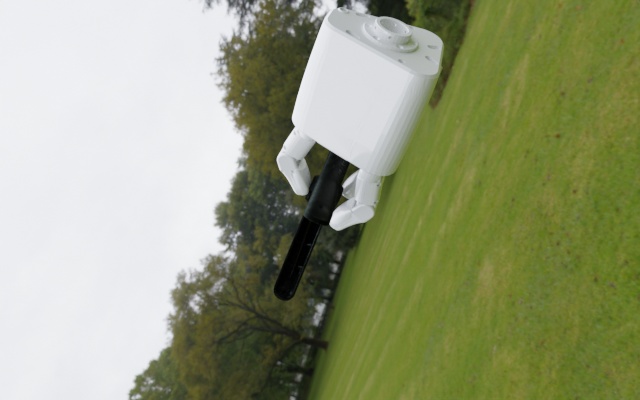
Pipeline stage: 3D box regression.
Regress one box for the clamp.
[{"bbox_3d":[0.000,0.001,0.535,0.036,0.165,0.209,23,43,-2],"label":"clamp"}]
